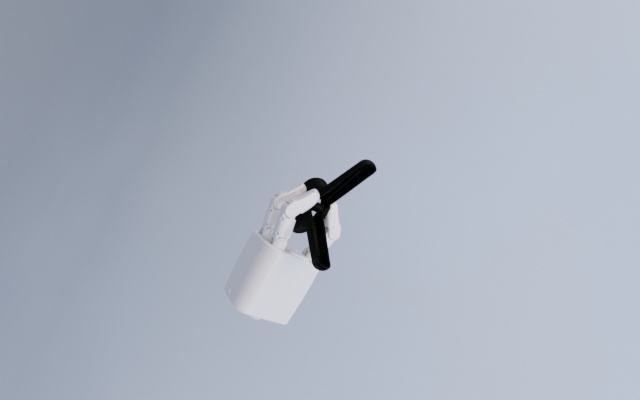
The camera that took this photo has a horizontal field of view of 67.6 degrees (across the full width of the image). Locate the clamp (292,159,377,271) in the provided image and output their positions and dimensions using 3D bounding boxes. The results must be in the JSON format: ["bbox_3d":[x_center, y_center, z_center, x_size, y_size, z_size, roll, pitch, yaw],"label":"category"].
[{"bbox_3d":[0.000,0.003,0.723,0.036,0.164,0.210,31,-1,-26],"label":"clamp"}]
